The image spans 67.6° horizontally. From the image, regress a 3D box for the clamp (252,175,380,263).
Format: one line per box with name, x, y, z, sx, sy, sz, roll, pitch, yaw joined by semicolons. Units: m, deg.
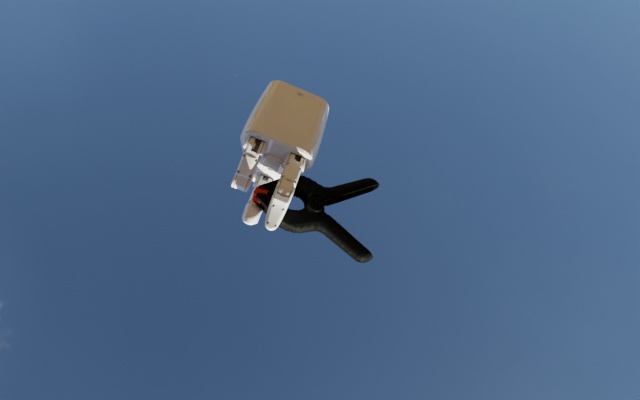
clamp;0.000;0.002;0.629;0.171;0.120;0.039;22;-34;-6
